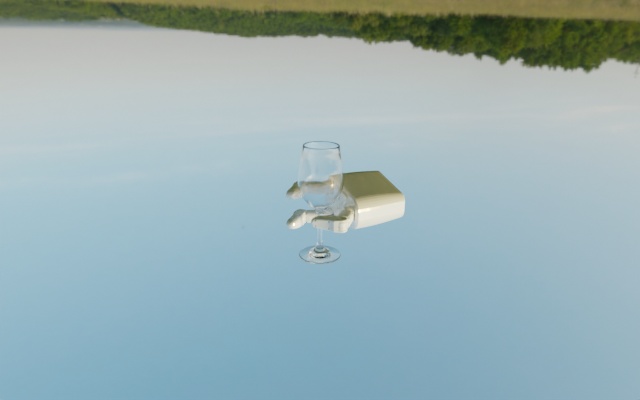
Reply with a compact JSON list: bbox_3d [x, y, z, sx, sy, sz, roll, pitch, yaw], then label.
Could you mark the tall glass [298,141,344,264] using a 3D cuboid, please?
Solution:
[{"bbox_3d":[0.000,0.003,0.818,0.079,0.201,0.079,0,19,0],"label":"tall glass"}]
